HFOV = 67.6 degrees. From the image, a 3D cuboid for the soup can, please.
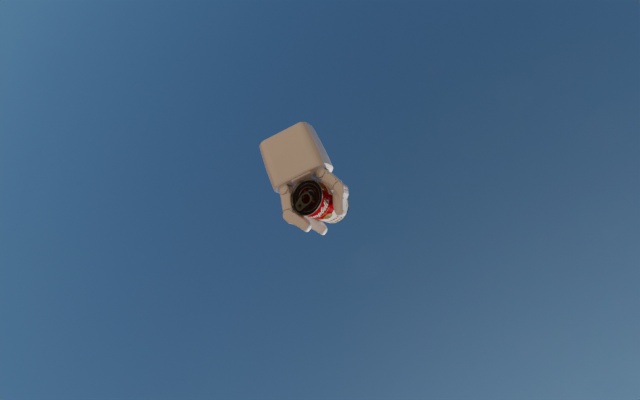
[{"bbox_3d":[0.001,0.003,0.887,0.068,0.068,0.102,0,-10,32],"label":"soup can"}]
